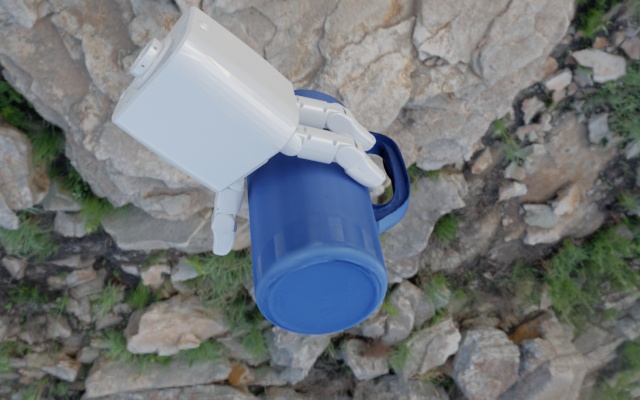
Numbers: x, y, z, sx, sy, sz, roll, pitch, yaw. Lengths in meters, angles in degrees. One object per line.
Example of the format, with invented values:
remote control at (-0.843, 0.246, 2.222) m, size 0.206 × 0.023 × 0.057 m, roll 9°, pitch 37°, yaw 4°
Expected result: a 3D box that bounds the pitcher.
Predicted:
pitcher at (0.000, 0.001, 0.469) m, size 0.149 × 0.242 × 0.145 m, roll -40°, pitch -57°, yaw 23°
